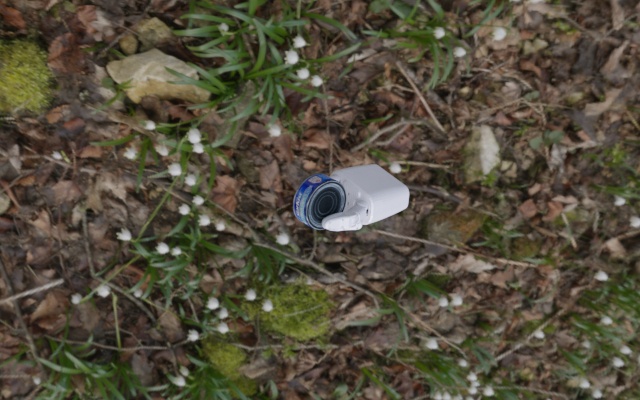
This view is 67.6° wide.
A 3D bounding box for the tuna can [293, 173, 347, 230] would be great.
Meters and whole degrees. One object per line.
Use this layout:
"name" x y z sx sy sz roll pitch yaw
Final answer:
"tuna can" 0.000 0.003 0.758 0.086 0.086 0.033 0 20 -42
